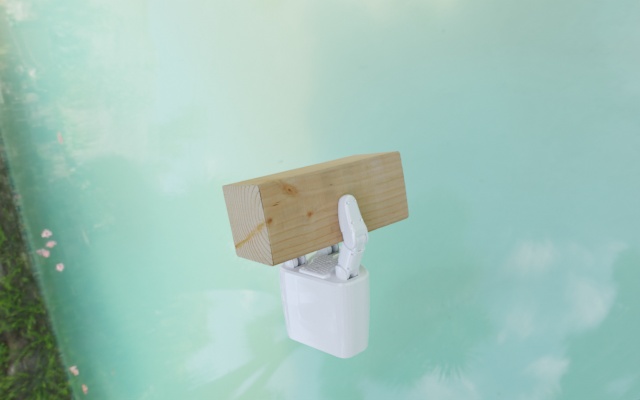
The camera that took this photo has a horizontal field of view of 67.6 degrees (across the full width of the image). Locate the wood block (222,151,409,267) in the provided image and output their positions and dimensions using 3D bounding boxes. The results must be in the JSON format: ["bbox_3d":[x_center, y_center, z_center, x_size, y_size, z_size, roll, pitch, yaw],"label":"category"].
[{"bbox_3d":[0.000,0.002,0.583,0.206,0.090,0.091,-16,11,-34],"label":"wood block"}]
